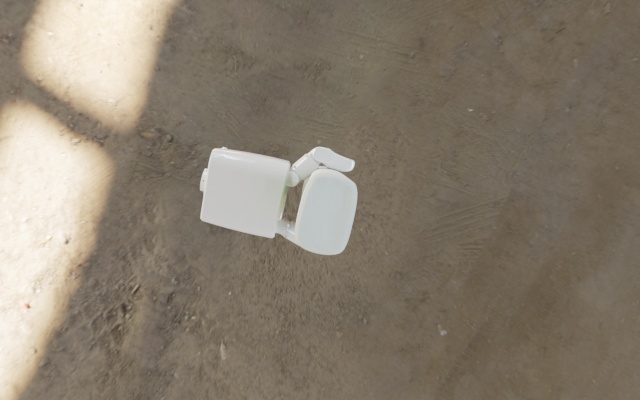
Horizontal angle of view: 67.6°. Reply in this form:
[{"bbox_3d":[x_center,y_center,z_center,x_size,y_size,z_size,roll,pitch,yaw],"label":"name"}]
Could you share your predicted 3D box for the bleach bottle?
[{"bbox_3d":[0.000,0.002,0.695,0.068,0.102,0.251,14,5,-5],"label":"bleach bottle"}]
